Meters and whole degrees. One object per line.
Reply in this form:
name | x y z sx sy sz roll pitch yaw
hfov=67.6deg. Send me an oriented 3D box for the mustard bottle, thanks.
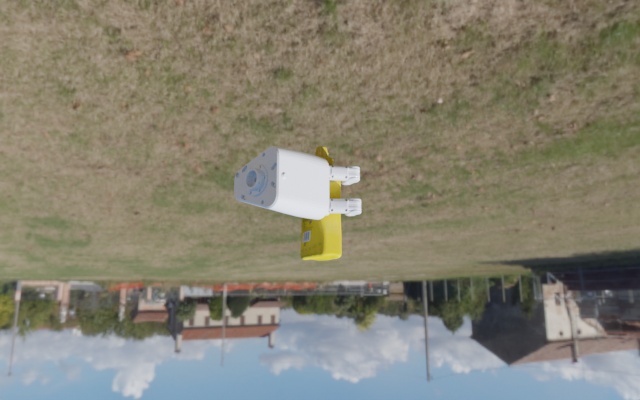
mustard bottle | 0.000 0.003 0.805 0.058 0.191 0.096 5 -12 -22
